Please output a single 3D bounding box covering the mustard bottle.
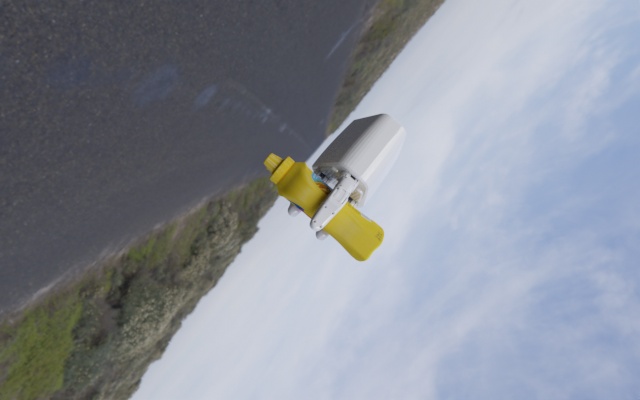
[{"bbox_3d":[0.000,0.003,0.664,0.191,0.058,0.096,41,8,-5],"label":"mustard bottle"}]
